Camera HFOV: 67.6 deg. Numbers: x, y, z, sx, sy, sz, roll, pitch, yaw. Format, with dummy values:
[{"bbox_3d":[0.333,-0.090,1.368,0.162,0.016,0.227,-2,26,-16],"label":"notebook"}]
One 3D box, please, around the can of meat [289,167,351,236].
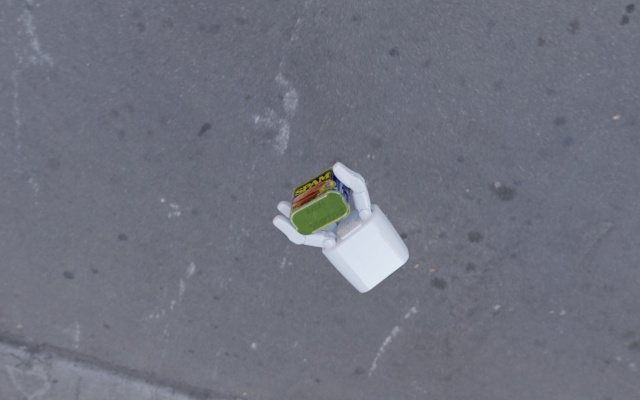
[{"bbox_3d":[0.000,0.003,0.771,0.102,0.057,0.084,-29,23,18],"label":"can of meat"}]
